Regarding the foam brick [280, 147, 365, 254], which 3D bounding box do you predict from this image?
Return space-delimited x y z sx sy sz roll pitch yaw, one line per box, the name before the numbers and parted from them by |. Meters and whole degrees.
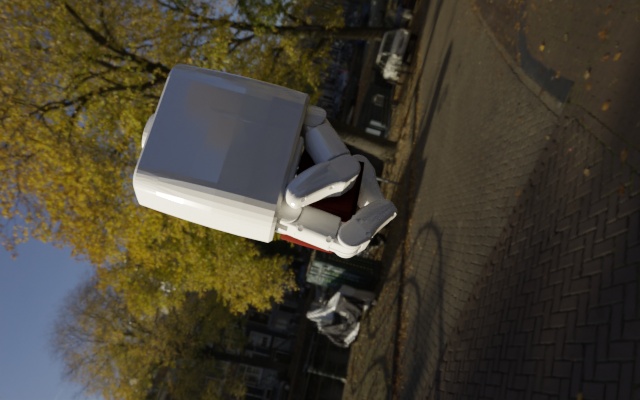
foam brick | 0.000 0.002 0.401 0.051 0.053 0.078 15 -31 -3
